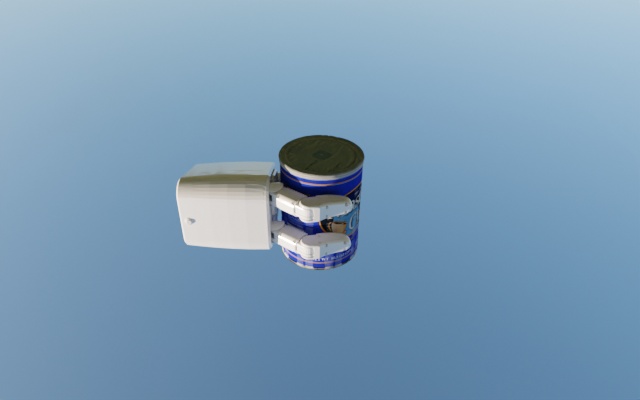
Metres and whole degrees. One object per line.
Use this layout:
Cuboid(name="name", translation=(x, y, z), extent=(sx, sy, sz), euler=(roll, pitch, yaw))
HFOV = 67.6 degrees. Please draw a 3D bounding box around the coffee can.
Cuboid(name="coffee can", translation=(0.000, 0.002, 0.607), extent=(0.103, 0.140, 0.102), euler=(1, 34, -1))
